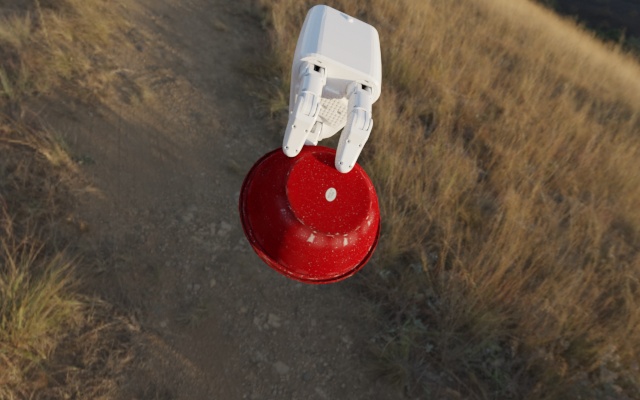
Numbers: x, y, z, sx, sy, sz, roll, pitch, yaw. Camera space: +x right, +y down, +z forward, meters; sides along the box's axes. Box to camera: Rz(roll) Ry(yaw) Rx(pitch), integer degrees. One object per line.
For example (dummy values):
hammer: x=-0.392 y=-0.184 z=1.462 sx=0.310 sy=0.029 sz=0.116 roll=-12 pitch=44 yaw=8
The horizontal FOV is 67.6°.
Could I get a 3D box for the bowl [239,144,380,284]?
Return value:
bowl: x=0.000 y=0.003 z=0.495 sx=0.162 sy=0.162 sz=0.055 roll=0 pitch=-21 yaw=-21
